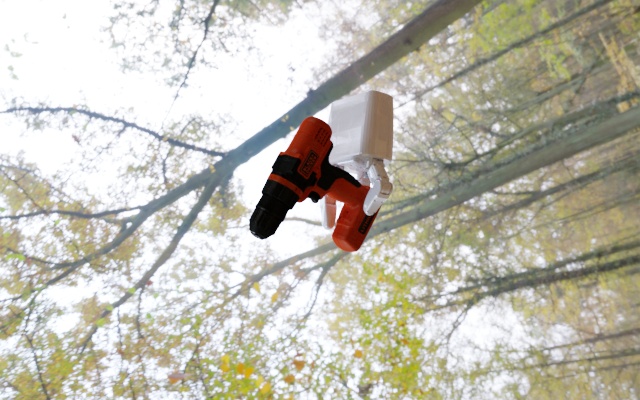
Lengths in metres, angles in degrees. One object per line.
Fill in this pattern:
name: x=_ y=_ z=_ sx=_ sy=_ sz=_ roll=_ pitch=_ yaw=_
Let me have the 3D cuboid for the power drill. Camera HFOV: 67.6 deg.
power drill: x=0.000 y=0.002 z=0.684 sx=0.057 sy=0.184 sz=0.188 roll=17 pitch=-16 yaw=48
